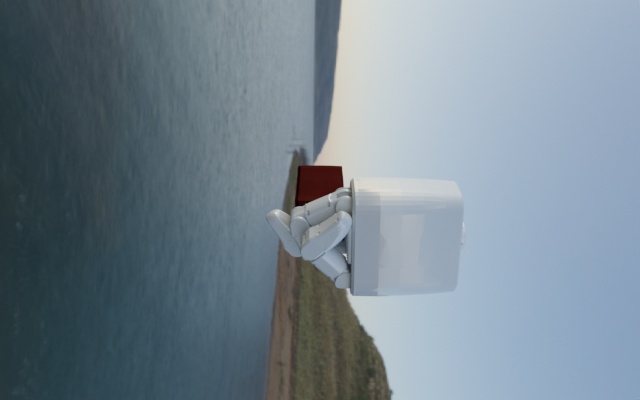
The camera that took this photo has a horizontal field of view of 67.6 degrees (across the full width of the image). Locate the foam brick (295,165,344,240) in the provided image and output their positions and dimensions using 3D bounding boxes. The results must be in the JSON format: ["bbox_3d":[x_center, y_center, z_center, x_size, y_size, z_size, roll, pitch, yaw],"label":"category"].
[{"bbox_3d":[0.000,0.001,0.526,0.051,0.053,0.078,-1,33,1],"label":"foam brick"}]
